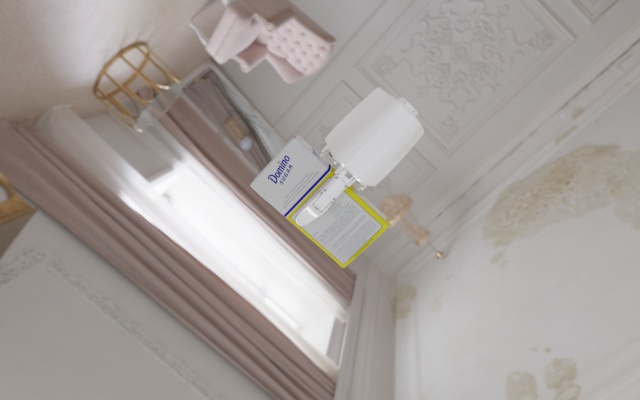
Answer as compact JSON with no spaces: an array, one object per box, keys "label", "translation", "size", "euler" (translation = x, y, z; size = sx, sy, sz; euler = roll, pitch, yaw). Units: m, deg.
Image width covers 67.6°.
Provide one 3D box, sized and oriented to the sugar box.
[{"label":"sugar box","translation":[0.000,0.002,0.659],"size":[0.176,0.093,0.048],"euler":[44,13,-6]}]
